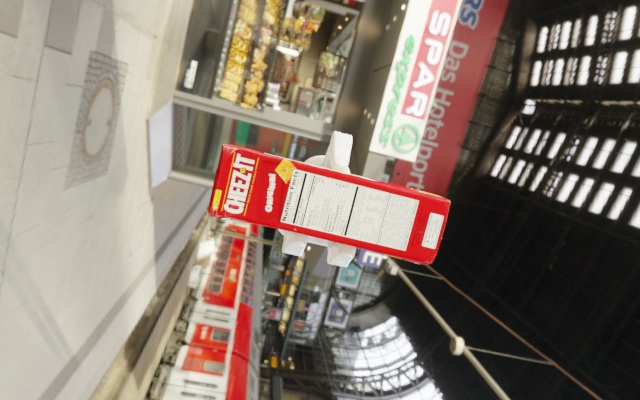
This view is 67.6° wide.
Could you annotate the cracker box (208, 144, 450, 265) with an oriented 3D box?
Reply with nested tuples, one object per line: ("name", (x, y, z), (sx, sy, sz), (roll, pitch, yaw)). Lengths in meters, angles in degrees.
("cracker box", (0.000, 0.001, 0.500), (0.214, 0.072, 0.164), (13, 2, -9))
